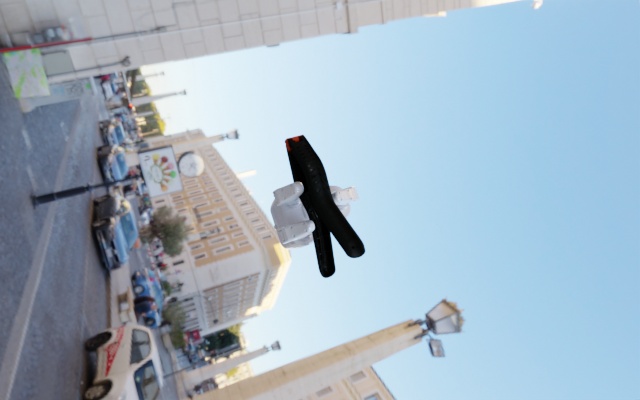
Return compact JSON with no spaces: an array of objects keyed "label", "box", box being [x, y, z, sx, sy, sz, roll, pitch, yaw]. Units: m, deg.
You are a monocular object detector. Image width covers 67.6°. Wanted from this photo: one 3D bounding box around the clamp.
[{"label":"clamp","box":[0.001,0.001,0.662,0.036,0.210,0.164,-16,-7,-19]}]
